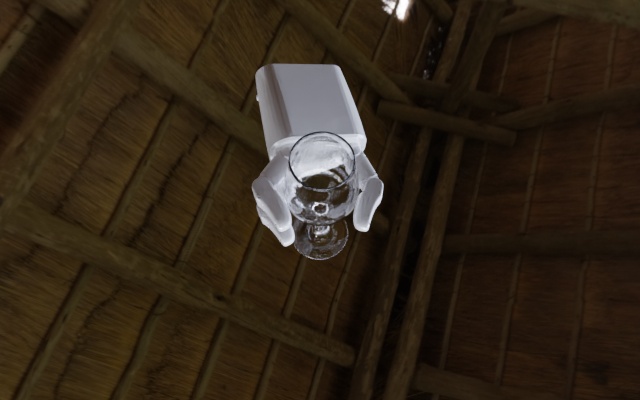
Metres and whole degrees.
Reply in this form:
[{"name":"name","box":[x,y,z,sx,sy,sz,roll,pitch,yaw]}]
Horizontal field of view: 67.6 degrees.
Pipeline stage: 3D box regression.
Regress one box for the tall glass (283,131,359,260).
[{"name":"tall glass","box":[0.000,0.002,0.528,0.079,0.079,0.201,0,-23,-1]}]
